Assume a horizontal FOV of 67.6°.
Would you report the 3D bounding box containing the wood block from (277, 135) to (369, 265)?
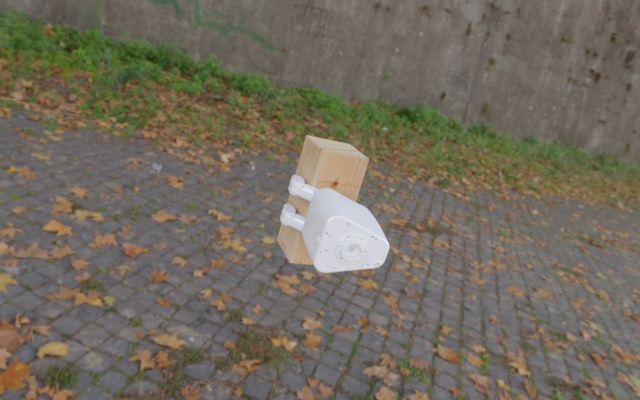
[{"bbox_3d":[0.001,0.003,0.842,0.091,0.206,0.090,8,20,-25],"label":"wood block"}]
